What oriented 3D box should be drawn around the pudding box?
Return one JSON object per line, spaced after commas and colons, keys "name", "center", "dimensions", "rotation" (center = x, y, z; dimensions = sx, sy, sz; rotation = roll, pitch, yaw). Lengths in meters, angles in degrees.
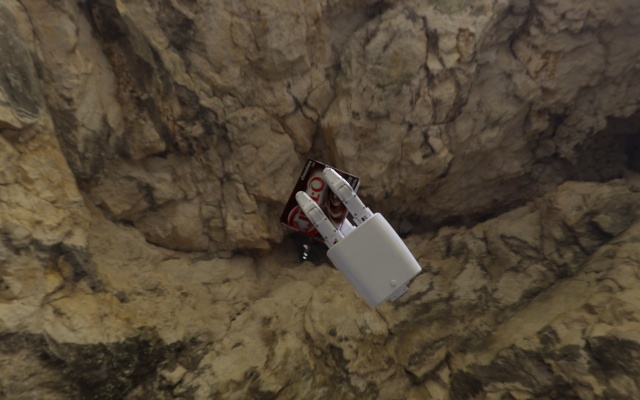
{"name": "pudding box", "center": [0.000, 0.003, 0.745], "dimensions": [0.090, 0.113, 0.039], "rotation": [23, -10, 12]}
